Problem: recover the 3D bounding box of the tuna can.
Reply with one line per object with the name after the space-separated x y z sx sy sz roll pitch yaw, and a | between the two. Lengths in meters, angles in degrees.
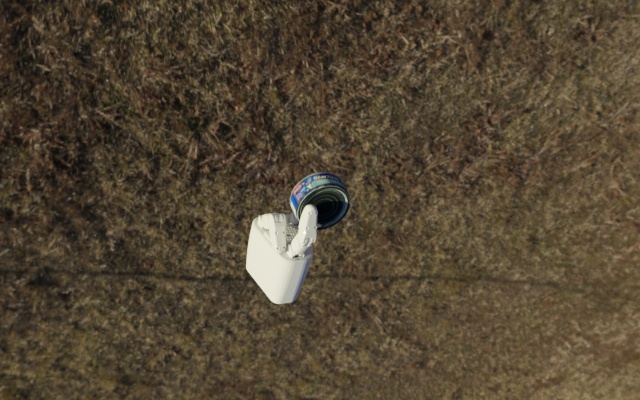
0.000 0.003 0.706 0.086 0.086 0.033 0 37 -24 | tuna can
